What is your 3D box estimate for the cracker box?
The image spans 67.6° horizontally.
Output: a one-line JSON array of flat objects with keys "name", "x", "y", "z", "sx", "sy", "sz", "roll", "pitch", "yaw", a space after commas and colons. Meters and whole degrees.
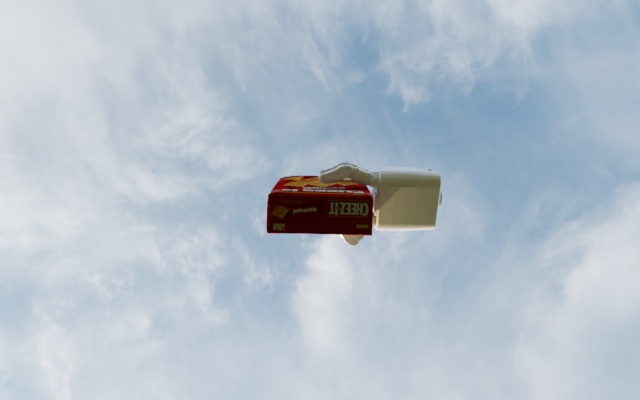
[{"name": "cracker box", "x": 0.000, "y": 0.003, "z": 0.827, "sx": 0.164, "sy": 0.072, "sz": 0.213, "roll": 1, "pitch": 9, "yaw": 0}]
